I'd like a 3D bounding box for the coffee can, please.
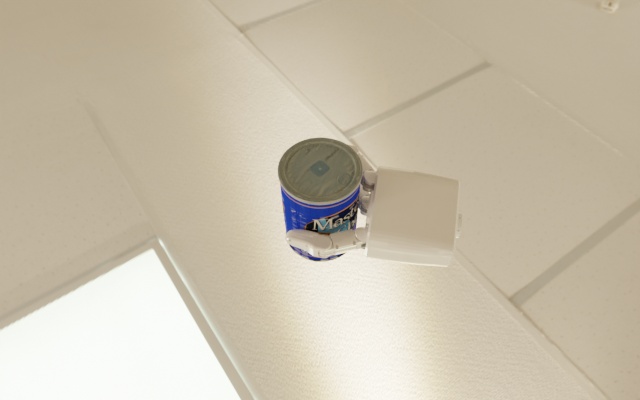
[{"bbox_3d":[0.000,0.002,0.630,0.103,0.102,0.140,0,-36,1],"label":"coffee can"}]
